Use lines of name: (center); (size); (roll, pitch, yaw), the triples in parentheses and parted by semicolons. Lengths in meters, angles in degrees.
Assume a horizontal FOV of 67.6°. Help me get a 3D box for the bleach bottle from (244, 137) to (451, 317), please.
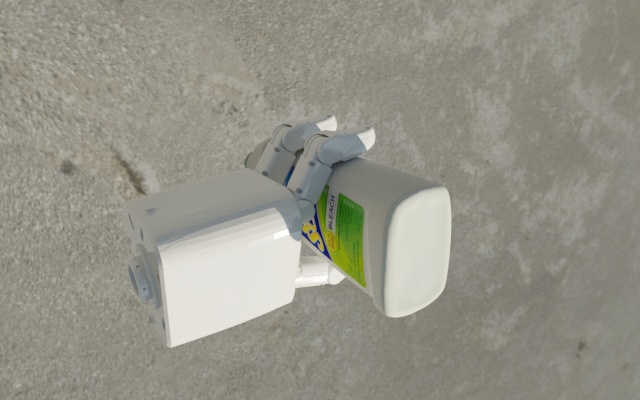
bleach bottle: (0.000, 0.001, 0.432); (0.068, 0.103, 0.250); (-15, 25, -31)
